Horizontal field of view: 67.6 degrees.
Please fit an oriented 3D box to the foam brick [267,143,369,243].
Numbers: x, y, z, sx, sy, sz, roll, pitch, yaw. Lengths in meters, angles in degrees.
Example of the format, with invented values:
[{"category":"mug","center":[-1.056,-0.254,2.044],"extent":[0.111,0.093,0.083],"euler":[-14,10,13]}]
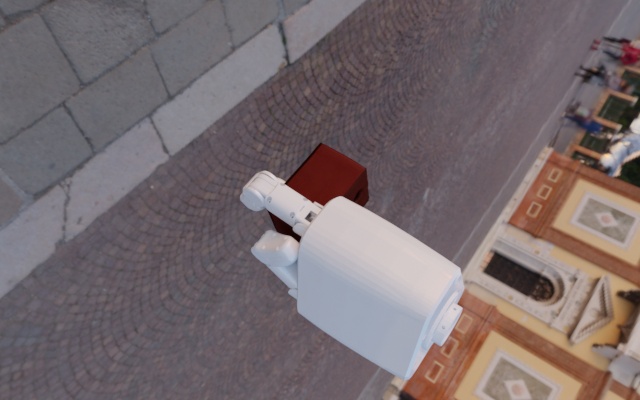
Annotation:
[{"category":"foam brick","center":[0.000,0.001,0.413],"extent":[0.051,0.078,0.053],"euler":[29,-24,25]}]
